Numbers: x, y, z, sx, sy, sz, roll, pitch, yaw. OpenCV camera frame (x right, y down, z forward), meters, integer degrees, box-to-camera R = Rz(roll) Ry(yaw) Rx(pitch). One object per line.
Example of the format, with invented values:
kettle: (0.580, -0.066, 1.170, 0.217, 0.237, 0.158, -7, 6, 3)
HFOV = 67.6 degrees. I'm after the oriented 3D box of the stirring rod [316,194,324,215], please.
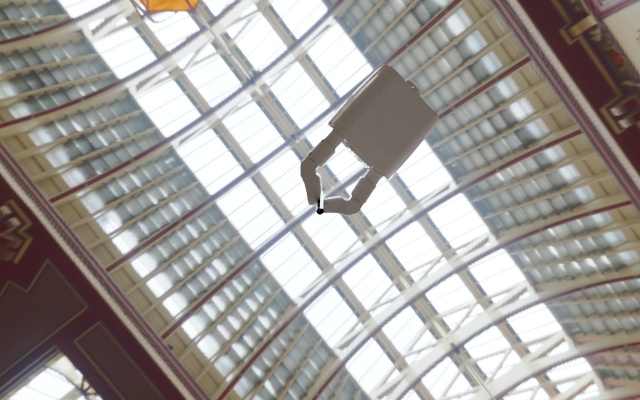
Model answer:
stirring rod: (0.000, 0.002, 0.606, 0.011, 0.011, 0.239, 0, 4, 0)
